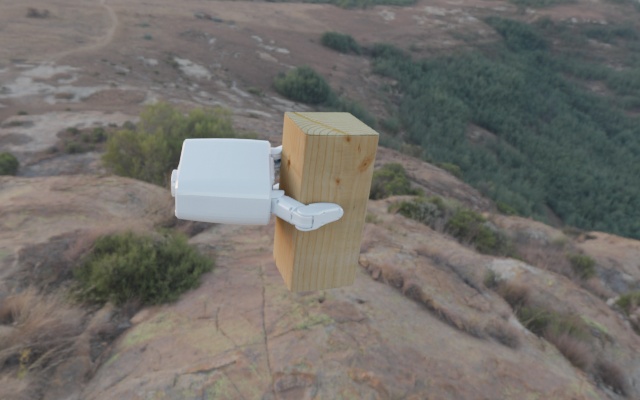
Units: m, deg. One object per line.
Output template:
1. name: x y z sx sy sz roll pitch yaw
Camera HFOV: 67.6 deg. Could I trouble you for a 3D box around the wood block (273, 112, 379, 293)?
1. wood block: 0.000 0.002 0.600 0.090 0.206 0.090 -3 27 -21
